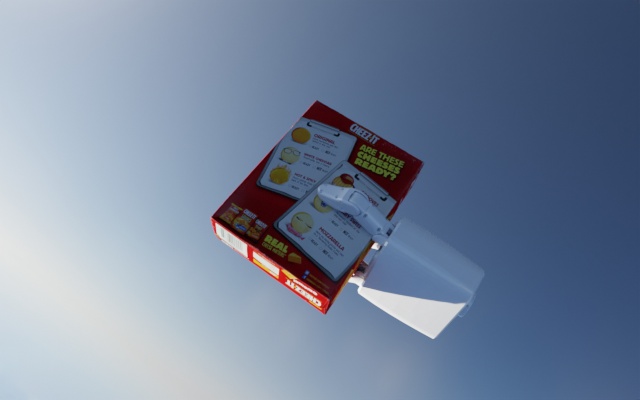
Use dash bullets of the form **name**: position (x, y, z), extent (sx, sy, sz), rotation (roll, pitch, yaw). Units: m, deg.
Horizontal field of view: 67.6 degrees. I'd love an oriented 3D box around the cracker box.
- **cracker box**: position (0.000, 0.002, 0.583), extent (0.164, 0.213, 0.072), rotation (33, -26, 11)
